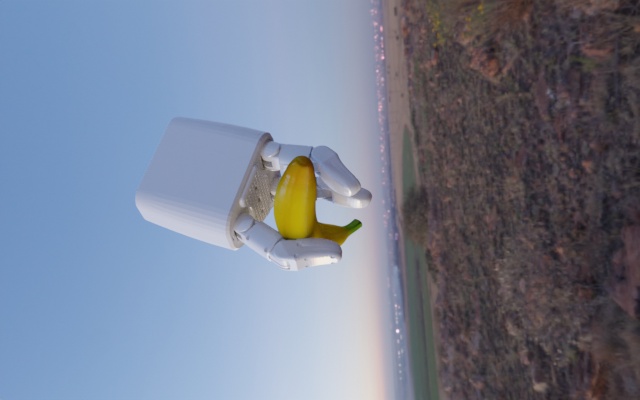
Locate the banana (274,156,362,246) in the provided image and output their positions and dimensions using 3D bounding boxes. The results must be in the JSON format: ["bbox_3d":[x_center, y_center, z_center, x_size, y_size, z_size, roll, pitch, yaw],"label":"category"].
[{"bbox_3d":[-0.010,0.018,0.455,0.037,0.069,0.198,34,-5,22],"label":"banana"}]
